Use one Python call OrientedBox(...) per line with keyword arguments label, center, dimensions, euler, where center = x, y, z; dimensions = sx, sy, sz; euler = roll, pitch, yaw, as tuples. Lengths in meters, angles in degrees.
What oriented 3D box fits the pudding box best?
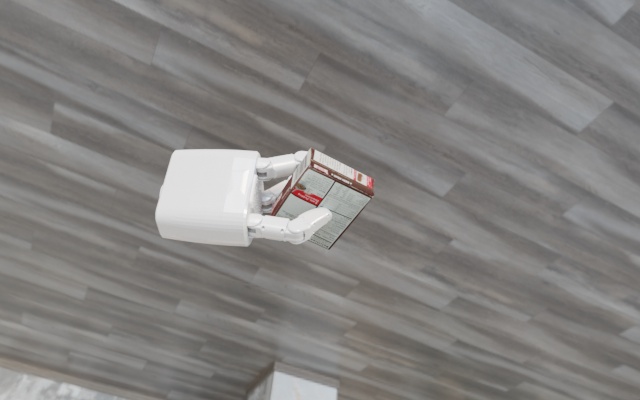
OrientedBox(label="pudding box", center=(0.000, 0.002, 0.588), dimensions=(0.090, 0.039, 0.113), euler=(25, -49, -15))
